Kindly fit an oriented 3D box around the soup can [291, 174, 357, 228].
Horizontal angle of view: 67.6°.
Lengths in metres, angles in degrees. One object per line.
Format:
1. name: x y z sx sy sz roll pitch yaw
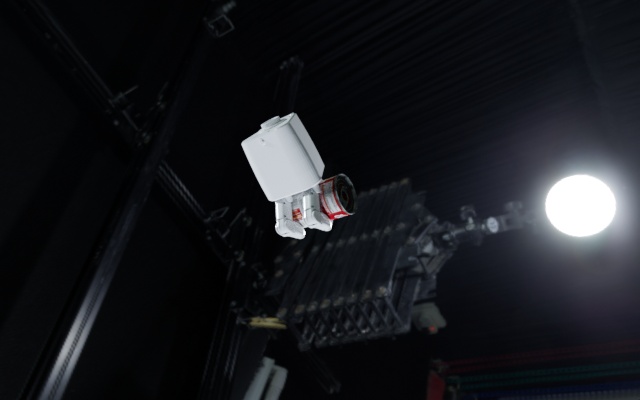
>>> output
1. soup can: 0.000 0.003 0.788 0.102 0.068 0.068 -18 -9 29
